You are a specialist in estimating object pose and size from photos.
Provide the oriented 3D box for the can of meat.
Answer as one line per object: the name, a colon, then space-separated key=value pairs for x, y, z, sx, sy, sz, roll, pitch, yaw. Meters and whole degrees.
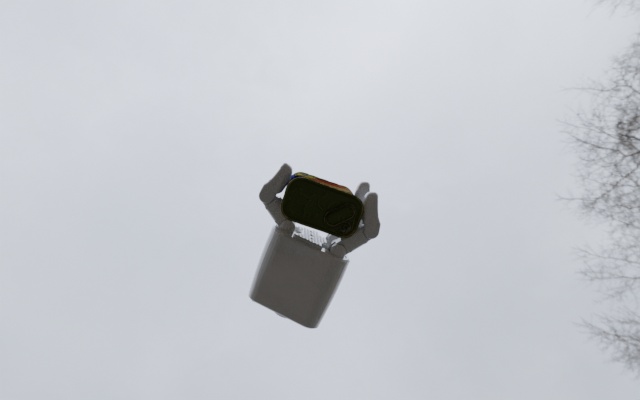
can of meat: x=0.000 y=0.002 z=0.632 sx=0.102 sy=0.057 sz=0.084 roll=19 pitch=9 yaw=-7
